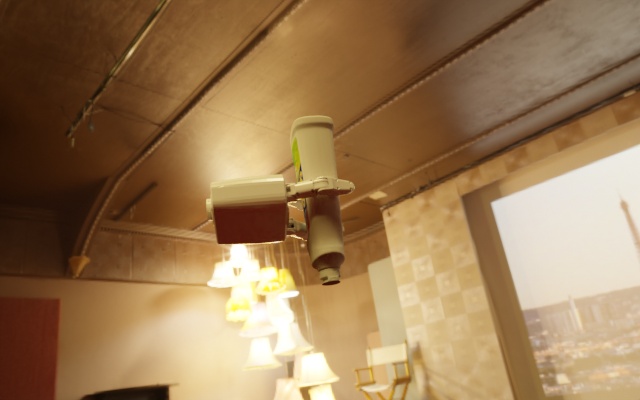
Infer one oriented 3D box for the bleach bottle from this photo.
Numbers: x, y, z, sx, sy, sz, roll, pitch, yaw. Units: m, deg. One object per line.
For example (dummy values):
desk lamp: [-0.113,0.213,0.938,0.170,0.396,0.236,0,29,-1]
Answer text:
bleach bottle: [0.000,0.002,0.734,0.068,0.250,0.103,-4,-22,-10]
